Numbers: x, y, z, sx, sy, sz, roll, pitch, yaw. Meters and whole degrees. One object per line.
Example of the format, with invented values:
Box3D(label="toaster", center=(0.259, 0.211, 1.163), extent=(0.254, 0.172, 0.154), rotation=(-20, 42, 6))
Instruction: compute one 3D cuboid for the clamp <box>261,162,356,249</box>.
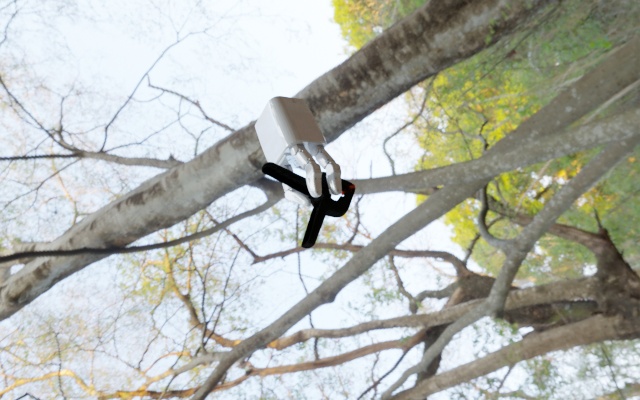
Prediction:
Box3D(label="clamp", center=(0.000, 0.003, 0.872), extent=(0.210, 0.164, 0.036), rotation=(-4, -25, -49))
